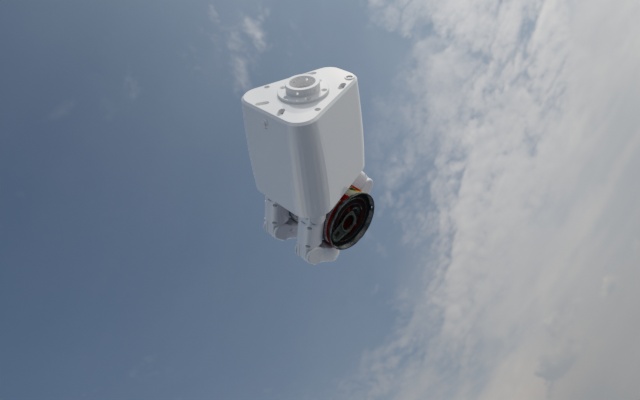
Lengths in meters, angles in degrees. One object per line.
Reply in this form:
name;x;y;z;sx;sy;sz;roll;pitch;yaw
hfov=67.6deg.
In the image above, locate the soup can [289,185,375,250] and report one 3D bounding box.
soup can;0.000;0.002;0.537;0.102;0.068;0.068;31;20;36
